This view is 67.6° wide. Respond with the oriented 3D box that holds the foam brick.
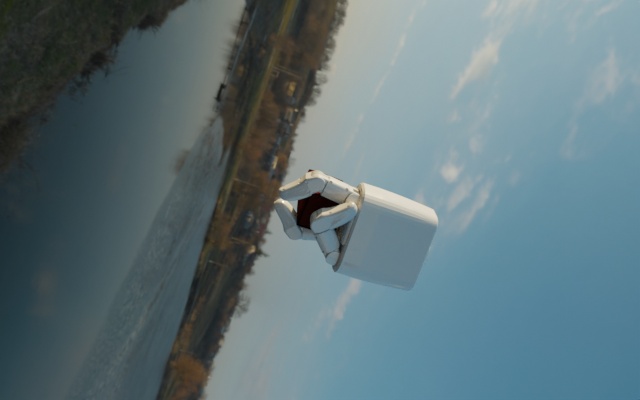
[{"bbox_3d":[0.000,0.002,0.640,0.051,0.053,0.078,17,25,-10],"label":"foam brick"}]
